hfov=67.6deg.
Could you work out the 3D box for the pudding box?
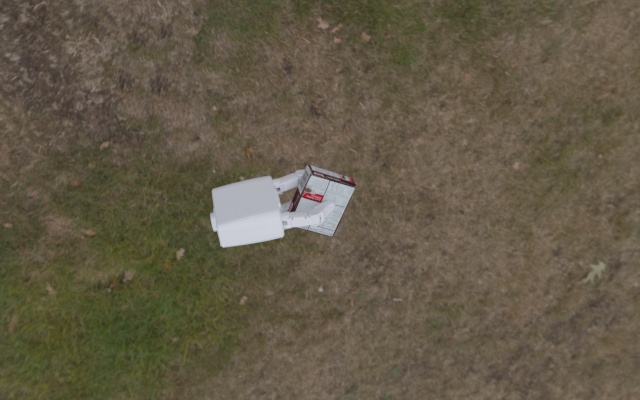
[{"bbox_3d":[0.000,0.003,0.845,0.090,0.113,0.039,15,26,-20],"label":"pudding box"}]
